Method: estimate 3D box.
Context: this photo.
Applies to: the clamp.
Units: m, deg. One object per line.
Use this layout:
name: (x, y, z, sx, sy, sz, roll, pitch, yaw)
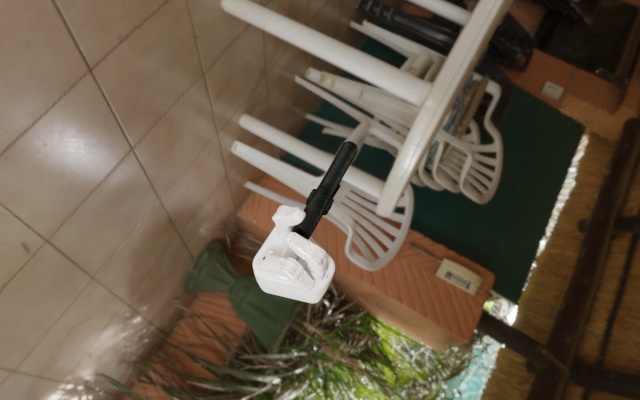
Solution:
clamp: (0.001, 0.003, 0.706, 0.039, 0.171, 0.120, 29, -23, 9)
